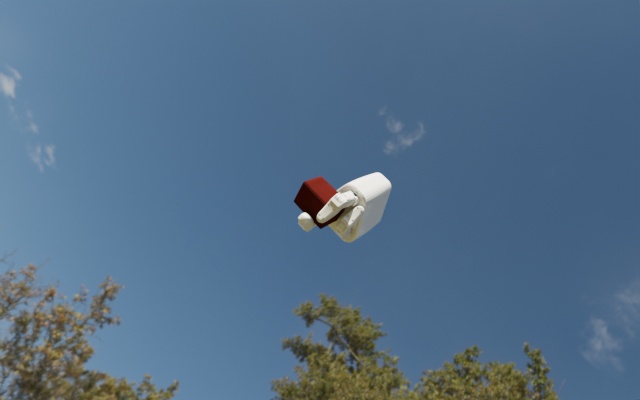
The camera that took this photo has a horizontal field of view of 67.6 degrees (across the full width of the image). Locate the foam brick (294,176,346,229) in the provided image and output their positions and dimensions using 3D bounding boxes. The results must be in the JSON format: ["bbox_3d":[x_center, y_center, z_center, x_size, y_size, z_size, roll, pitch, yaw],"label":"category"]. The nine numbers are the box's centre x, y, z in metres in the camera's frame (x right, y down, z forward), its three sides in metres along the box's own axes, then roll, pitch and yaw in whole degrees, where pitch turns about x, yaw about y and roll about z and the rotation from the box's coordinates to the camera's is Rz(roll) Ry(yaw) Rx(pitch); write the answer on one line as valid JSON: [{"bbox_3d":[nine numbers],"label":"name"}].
[{"bbox_3d":[0.000,0.003,0.876,0.051,0.078,0.053,-26,-24,-48],"label":"foam brick"}]
